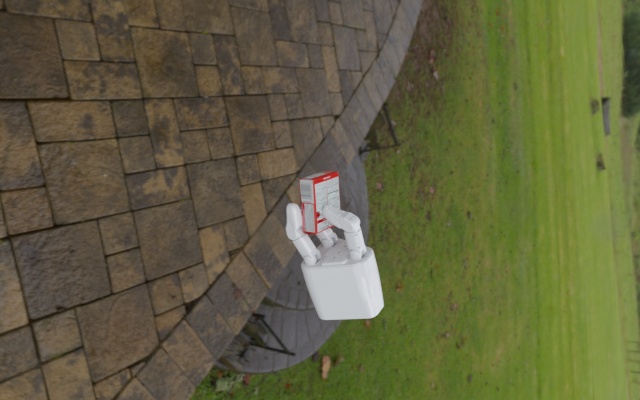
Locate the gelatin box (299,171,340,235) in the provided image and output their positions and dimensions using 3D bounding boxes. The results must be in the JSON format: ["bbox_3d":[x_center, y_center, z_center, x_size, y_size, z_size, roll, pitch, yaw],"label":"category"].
[{"bbox_3d":[0.000,0.002,0.757,0.030,0.089,0.073,6,16,34],"label":"gelatin box"}]
